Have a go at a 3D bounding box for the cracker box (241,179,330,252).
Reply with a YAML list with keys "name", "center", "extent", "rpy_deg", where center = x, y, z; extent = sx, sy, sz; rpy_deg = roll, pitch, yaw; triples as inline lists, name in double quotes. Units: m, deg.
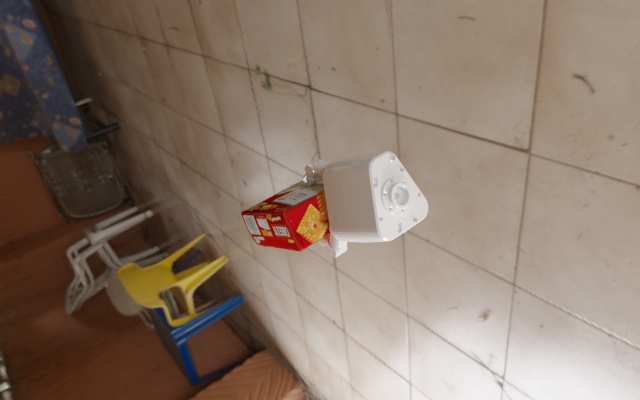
- name: "cracker box"
  center: [0.000, 0.002, 0.784]
  extent: [0.213, 0.072, 0.164]
  rpy_deg: [-29, 13, -29]
